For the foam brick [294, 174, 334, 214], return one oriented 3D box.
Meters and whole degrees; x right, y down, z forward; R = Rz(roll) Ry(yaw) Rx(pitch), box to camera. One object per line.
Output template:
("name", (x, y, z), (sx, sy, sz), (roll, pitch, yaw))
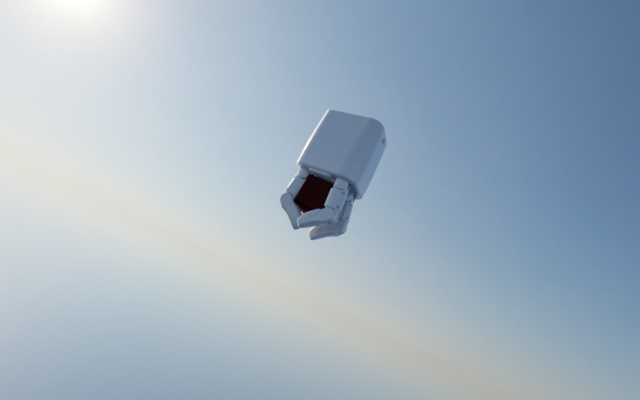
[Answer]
("foam brick", (0.000, 0.003, 0.755), (0.053, 0.051, 0.078), (26, -12, 18))
